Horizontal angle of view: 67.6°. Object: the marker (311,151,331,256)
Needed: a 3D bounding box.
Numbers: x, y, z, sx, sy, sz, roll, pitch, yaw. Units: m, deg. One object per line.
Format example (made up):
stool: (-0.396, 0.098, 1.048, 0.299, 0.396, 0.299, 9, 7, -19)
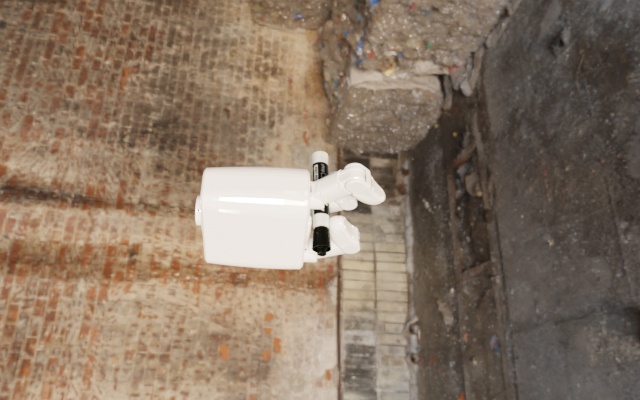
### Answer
marker: (0.000, 0.002, 0.495, 0.020, 0.121, 0.020, -1, -32, -1)
